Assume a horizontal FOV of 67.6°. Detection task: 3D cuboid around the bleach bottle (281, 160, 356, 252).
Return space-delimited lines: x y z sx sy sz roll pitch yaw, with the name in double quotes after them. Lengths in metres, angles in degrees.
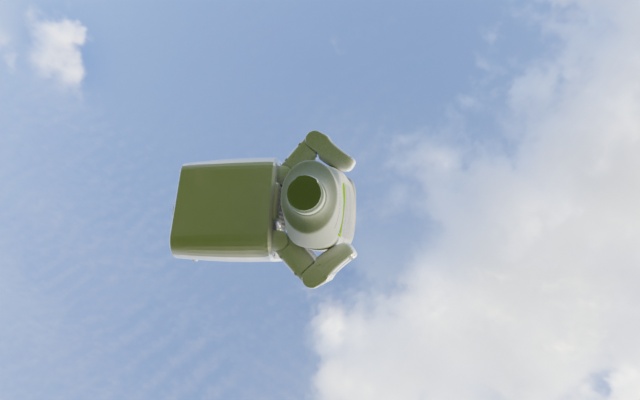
0.000 0.002 0.502 0.068 0.102 0.251 0 -7 6 "bleach bottle"
